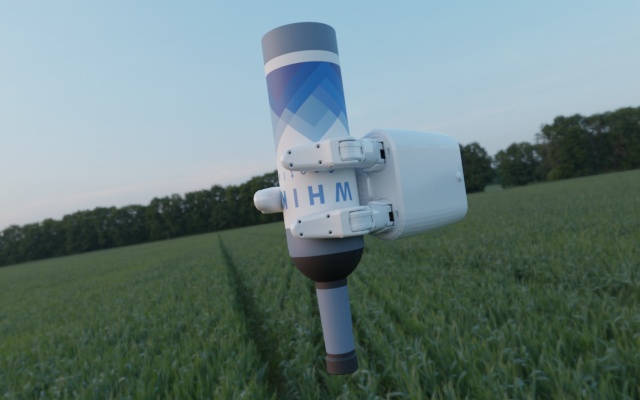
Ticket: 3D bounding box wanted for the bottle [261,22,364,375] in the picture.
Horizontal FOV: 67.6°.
[{"bbox_3d":[0.000,0.001,0.418,0.069,0.295,0.069,-8,-1,0],"label":"bottle"}]
